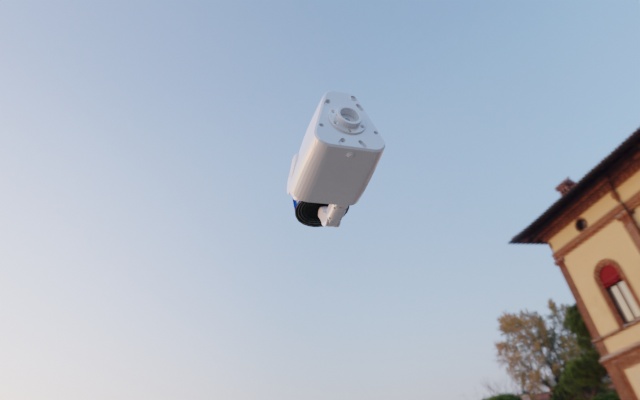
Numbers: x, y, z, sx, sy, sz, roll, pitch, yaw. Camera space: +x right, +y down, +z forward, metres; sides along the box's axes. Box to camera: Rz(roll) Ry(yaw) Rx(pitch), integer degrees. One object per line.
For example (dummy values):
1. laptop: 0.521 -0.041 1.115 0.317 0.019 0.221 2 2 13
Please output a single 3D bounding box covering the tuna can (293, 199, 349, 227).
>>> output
1. tuna can: 0.000 0.002 0.745 0.086 0.033 0.086 -8 -39 -7
